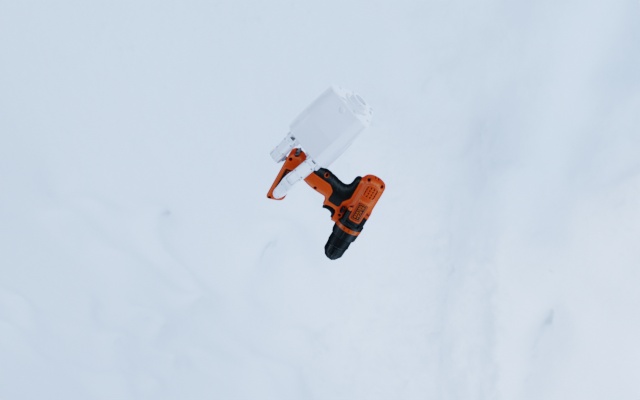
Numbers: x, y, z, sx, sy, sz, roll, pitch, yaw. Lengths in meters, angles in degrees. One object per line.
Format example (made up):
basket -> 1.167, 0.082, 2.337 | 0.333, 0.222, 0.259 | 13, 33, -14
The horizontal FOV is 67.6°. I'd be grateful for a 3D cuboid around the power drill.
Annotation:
power drill -> 0.000, 0.002, 0.875 | 0.187, 0.184, 0.057 | 27, 19, -6
